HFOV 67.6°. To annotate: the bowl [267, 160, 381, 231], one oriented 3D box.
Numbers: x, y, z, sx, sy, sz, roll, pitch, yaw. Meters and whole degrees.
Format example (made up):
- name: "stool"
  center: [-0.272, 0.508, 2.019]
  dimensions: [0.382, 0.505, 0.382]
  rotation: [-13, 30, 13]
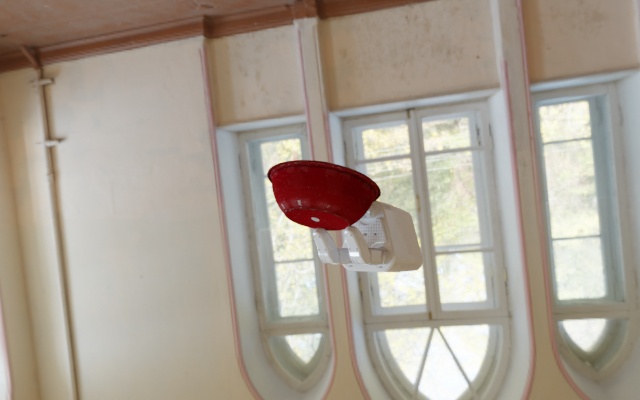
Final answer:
- name: "bowl"
  center: [-0.001, 0.002, 0.663]
  dimensions: [0.162, 0.055, 0.162]
  rotation: [10, -19, 3]
